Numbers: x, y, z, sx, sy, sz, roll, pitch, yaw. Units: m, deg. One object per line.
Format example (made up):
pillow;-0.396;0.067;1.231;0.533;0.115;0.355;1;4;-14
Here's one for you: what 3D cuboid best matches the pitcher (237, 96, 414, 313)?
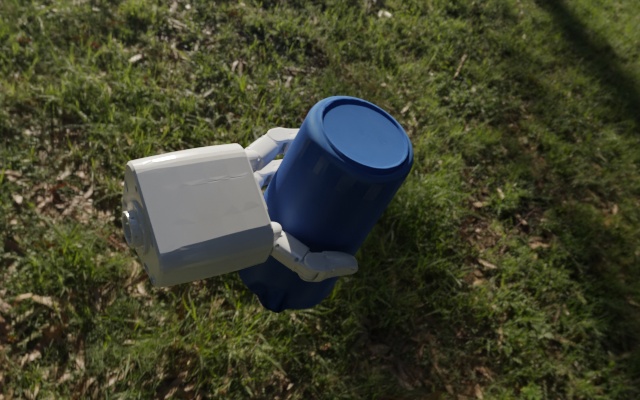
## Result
pitcher;0.000;0.002;0.525;0.145;0.149;0.243;-12;-30;-33
